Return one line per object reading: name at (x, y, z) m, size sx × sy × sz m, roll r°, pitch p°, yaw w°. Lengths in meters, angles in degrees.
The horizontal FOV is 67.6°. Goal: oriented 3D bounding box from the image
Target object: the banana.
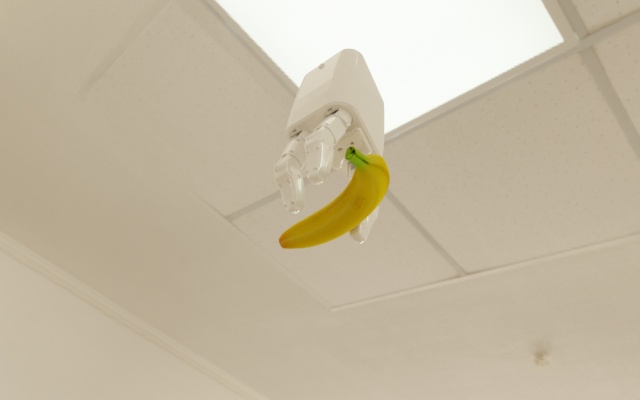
banana at (0.019, 0.005, 0.491) m, size 0.069 × 0.037 × 0.198 m, roll 15°, pitch -35°, yaw -17°
